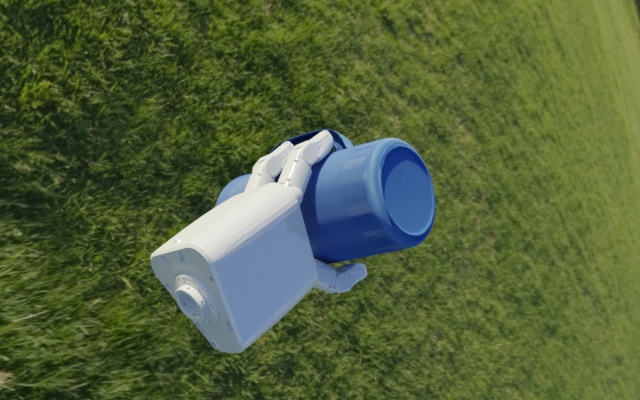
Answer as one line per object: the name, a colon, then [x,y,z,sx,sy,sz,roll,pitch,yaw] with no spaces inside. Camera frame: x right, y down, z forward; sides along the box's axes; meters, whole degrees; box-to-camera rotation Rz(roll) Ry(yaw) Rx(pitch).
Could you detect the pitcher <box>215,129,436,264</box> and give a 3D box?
pitcher: [0.000,0.002,0.537,0.243,0.149,0.145,-14,15,44]
